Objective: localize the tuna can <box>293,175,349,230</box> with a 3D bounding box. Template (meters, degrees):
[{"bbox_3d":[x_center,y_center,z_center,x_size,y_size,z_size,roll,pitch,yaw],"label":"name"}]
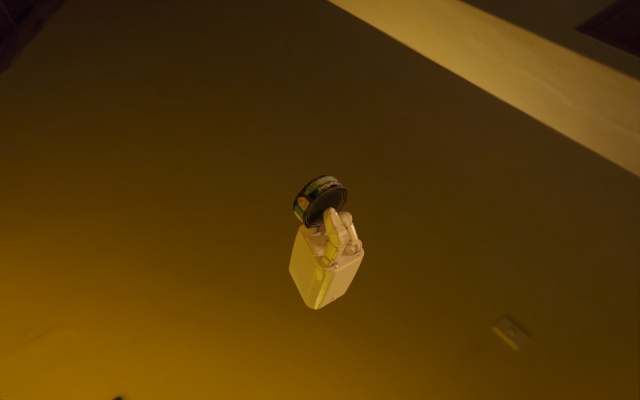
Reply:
[{"bbox_3d":[0.000,0.002,0.740,0.086,0.086,0.033,0,40,-52],"label":"tuna can"}]
